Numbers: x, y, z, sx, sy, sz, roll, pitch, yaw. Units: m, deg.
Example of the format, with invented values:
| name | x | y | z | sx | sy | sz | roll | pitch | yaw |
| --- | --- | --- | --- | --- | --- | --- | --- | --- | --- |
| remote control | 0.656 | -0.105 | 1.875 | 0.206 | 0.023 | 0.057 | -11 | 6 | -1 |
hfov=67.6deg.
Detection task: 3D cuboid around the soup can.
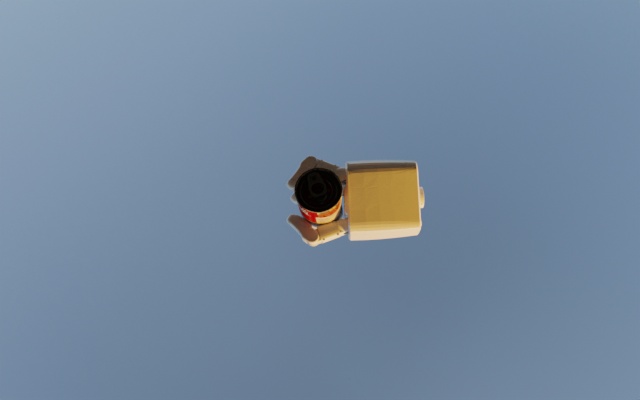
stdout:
| name | x | y | z | sx | sy | sz | roll | pitch | yaw |
| --- | --- | --- | --- | --- | --- | --- | --- | --- | --- |
| soup can | 0.000 | 0.003 | 0.712 | 0.068 | 0.068 | 0.102 | 0 | -20 | 4 |
